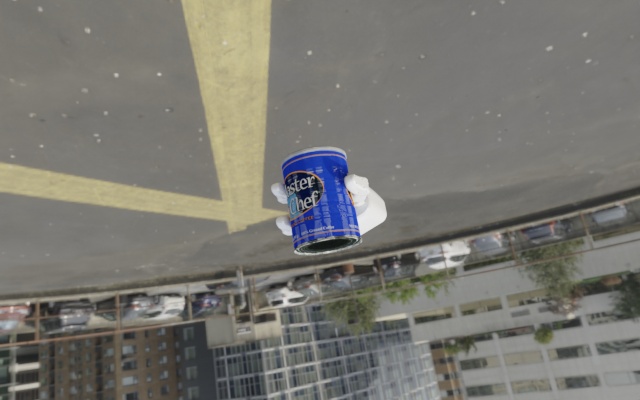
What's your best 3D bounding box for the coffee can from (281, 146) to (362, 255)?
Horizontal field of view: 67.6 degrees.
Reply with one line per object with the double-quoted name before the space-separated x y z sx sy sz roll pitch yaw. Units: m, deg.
"coffee can" 0.000 0.002 0.723 0.103 0.140 0.103 -9 -17 -3
